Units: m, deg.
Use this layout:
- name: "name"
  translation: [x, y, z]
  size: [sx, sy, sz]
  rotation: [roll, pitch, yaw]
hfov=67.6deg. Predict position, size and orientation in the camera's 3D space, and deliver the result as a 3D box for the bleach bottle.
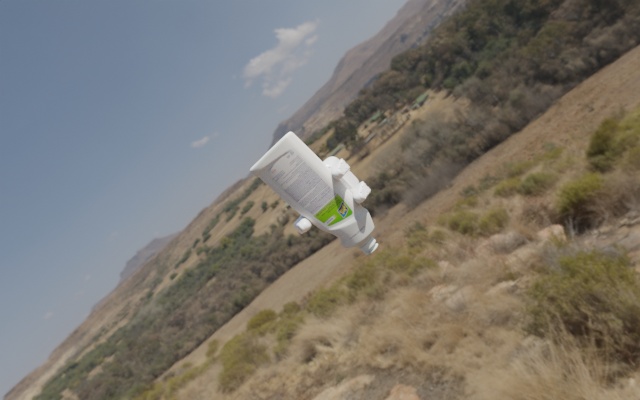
- name: "bleach bottle"
  translation: [0.000, 0.003, 0.835]
  size: [0.102, 0.251, 0.068]
  rotation: [-42, 8, 15]
